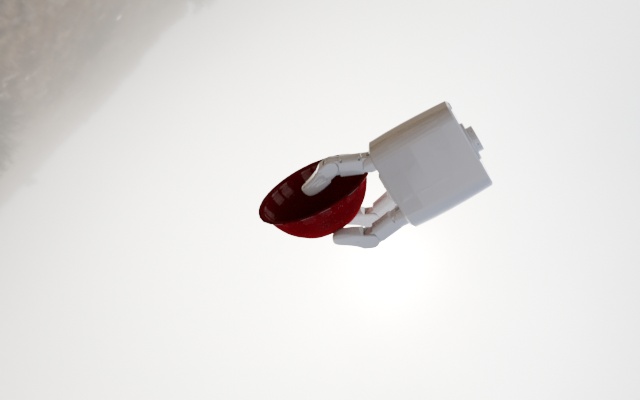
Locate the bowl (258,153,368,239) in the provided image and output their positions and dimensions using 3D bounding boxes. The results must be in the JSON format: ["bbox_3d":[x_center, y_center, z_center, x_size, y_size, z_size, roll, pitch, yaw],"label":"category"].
[{"bbox_3d":[-0.001,0.003,0.640,0.162,0.055,0.162,-22,26,11],"label":"bowl"}]
